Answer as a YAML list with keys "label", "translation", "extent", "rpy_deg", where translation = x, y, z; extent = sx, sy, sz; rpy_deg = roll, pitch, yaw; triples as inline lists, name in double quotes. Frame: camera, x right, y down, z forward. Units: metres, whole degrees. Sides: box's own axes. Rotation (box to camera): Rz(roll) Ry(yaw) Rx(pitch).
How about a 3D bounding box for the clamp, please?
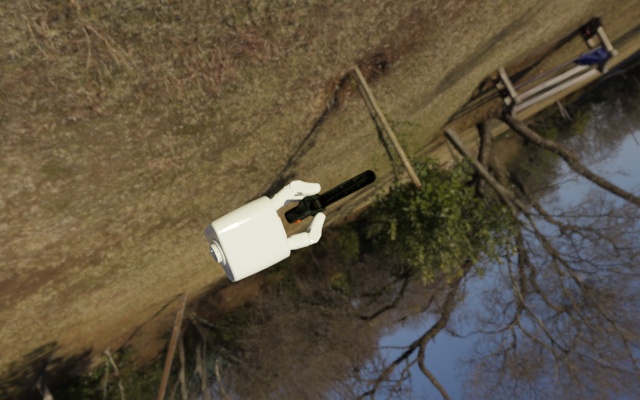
- label: "clamp"
  translation: [0.000, 0.004, 0.880]
  extent: [0.164, 0.036, 0.210]
  rpy_deg: [-24, -3, -25]
